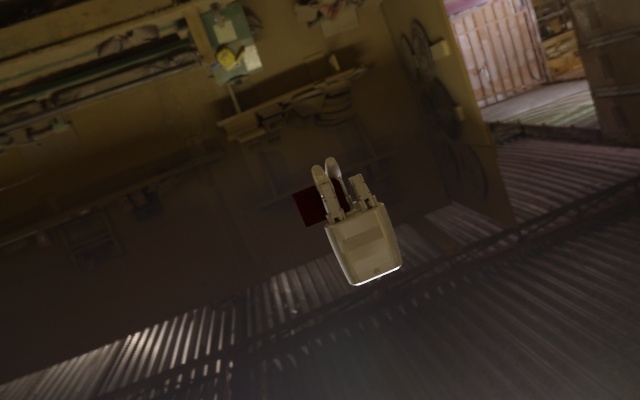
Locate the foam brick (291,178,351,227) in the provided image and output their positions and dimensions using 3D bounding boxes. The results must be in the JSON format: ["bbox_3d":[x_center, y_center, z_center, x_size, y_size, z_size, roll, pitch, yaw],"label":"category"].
[{"bbox_3d":[0.000,0.003,0.765,0.078,0.051,0.053,-22,11,-4],"label":"foam brick"}]
